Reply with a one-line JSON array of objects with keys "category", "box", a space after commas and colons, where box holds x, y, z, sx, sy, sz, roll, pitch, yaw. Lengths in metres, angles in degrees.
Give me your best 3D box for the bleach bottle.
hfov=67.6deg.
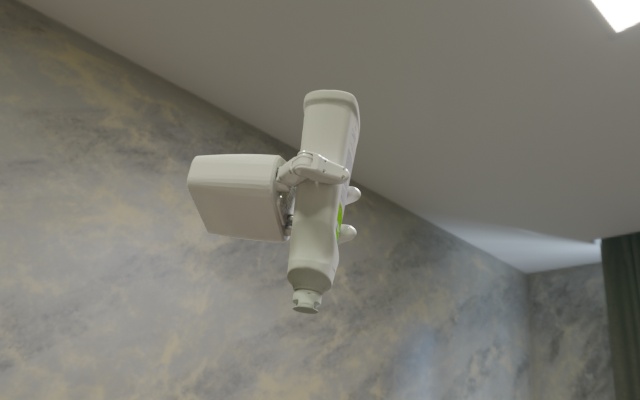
[{"category": "bleach bottle", "box": [0.000, 0.002, 0.555, 0.068, 0.250, 0.103, 3, -26, 11]}]
